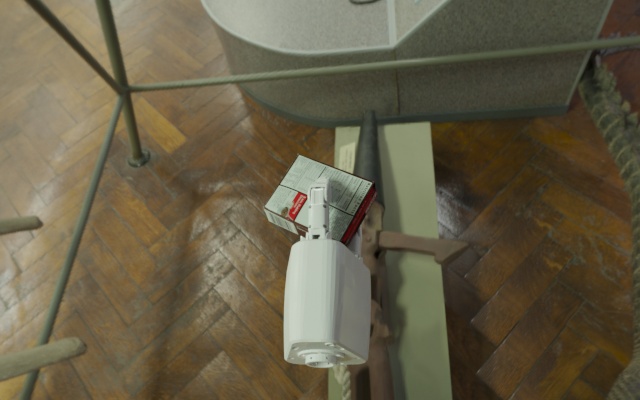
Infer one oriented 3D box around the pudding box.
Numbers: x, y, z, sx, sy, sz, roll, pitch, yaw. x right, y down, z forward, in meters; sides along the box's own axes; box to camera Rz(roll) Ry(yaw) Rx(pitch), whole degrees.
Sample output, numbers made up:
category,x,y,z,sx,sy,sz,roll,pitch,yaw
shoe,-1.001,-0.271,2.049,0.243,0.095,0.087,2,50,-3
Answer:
category,x,y,z,sx,sy,sz,roll,pitch,yaw
pudding box,0.000,0.002,0.583,0.113,0.090,0.039,23,-23,21
